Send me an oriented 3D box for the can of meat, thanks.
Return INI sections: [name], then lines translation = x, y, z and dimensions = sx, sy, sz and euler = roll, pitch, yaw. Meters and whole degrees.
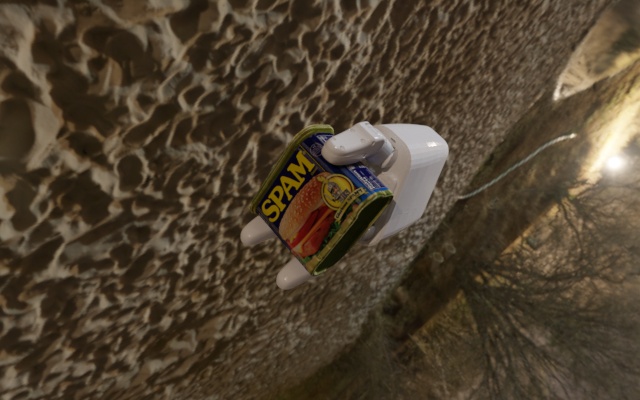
[can of meat]
translation = 0.000, 0.001, 0.408
dimensions = 0.084, 0.102, 0.057
euler = 47, 28, 19
